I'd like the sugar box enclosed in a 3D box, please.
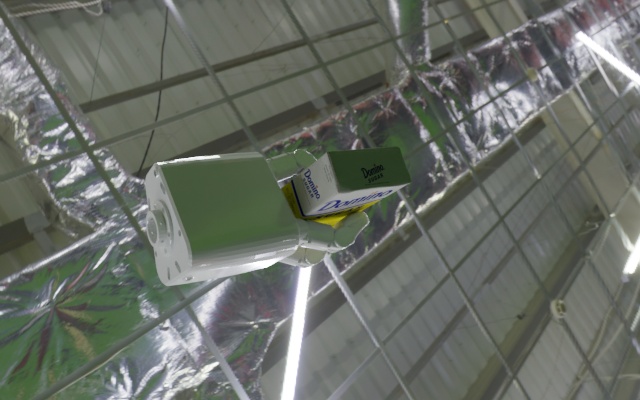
[{"bbox_3d":[0.000,0.002,0.497,0.093,0.048,0.176,-9,-13,-37],"label":"sugar box"}]
